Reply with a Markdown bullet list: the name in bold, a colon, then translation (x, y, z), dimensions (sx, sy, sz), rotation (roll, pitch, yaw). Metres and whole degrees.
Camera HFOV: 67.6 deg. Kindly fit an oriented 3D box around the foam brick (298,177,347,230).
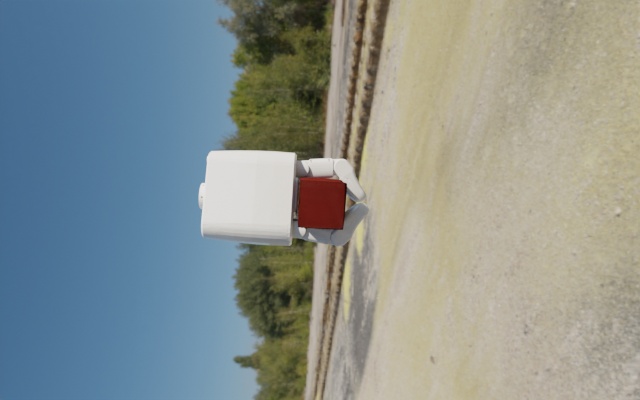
- **foam brick**: translation (0.000, 0.002, 0.547), dimensions (0.051, 0.053, 0.078), rotation (4, 5, -3)
